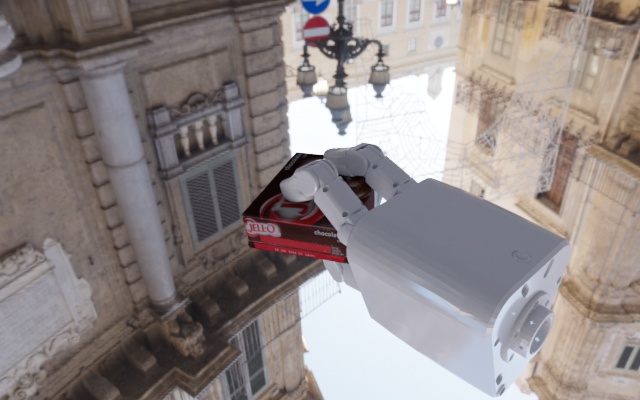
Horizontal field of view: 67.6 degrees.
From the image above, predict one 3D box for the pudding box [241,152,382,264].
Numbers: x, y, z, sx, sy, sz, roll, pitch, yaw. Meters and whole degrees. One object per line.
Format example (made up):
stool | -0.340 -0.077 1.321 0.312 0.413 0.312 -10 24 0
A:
pudding box | 0.000 0.001 0.403 0.090 0.039 0.113 8 32 19
